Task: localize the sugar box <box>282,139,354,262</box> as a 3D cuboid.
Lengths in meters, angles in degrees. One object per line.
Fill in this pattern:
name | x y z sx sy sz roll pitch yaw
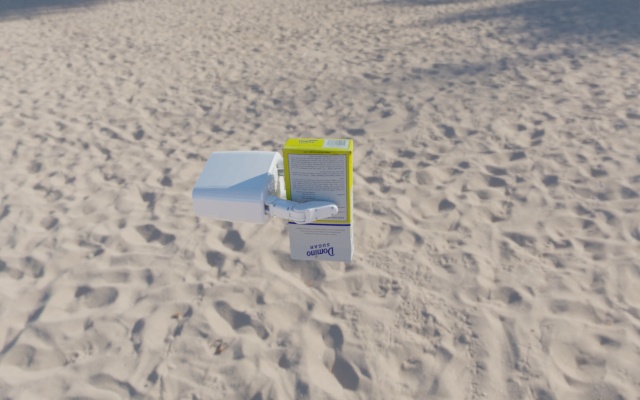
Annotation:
sugar box | 0.000 0.002 0.677 0.093 0.176 0.048 3 30 8
